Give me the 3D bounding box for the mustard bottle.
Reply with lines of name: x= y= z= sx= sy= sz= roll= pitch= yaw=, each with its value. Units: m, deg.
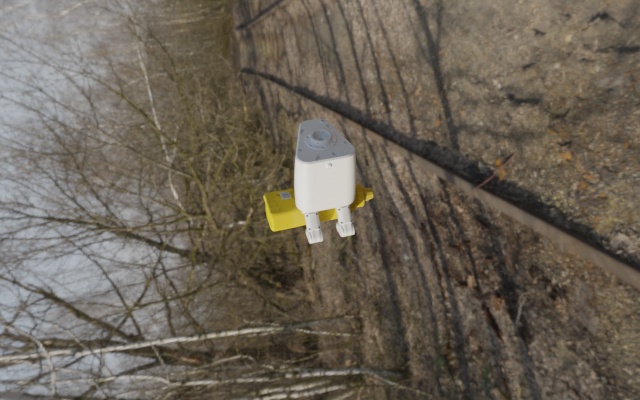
mustard bottle: x=0.000 y=0.003 z=0.842 sx=0.191 sy=0.058 sz=0.096 roll=-11 pitch=23 yaw=-10
